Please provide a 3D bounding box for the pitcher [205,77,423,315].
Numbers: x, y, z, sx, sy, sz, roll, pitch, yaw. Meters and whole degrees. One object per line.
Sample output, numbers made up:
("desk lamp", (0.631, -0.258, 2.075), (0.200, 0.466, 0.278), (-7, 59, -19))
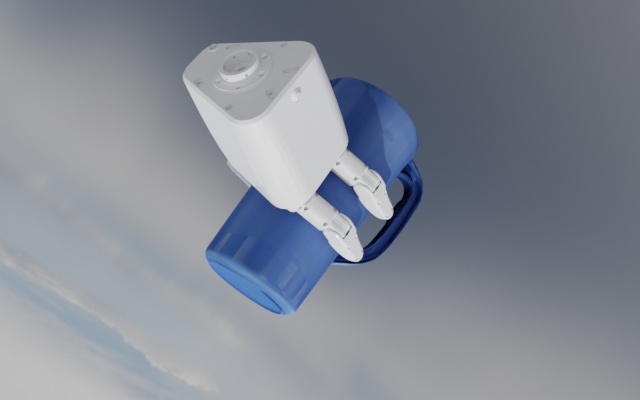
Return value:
("pitcher", (0.000, 0.002, 0.512), (0.149, 0.242, 0.145), (23, -25, 29))
